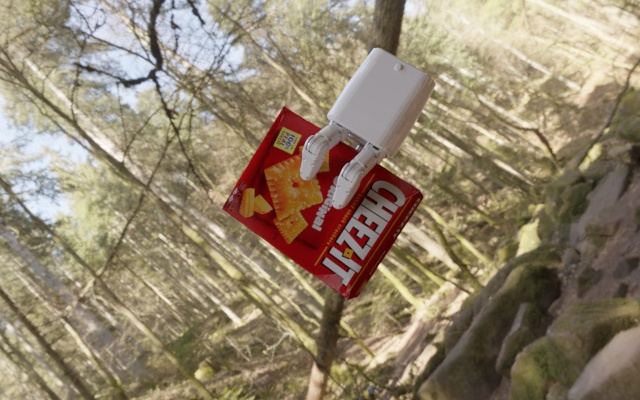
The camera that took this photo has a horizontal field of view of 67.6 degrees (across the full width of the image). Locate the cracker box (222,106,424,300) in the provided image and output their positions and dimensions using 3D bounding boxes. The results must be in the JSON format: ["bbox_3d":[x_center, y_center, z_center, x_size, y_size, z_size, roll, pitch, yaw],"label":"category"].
[{"bbox_3d":[0.000,0.002,0.629,0.213,0.164,0.072,34,4,16],"label":"cracker box"}]
